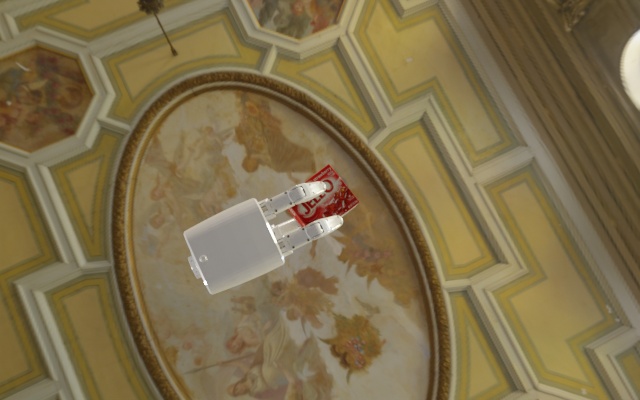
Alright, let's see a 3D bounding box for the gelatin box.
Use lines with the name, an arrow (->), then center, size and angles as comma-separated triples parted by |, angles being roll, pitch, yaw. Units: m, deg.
gelatin box -> 0.000, 0.002, 0.697 | 0.089, 0.073, 0.030 | -37, -5, -18
